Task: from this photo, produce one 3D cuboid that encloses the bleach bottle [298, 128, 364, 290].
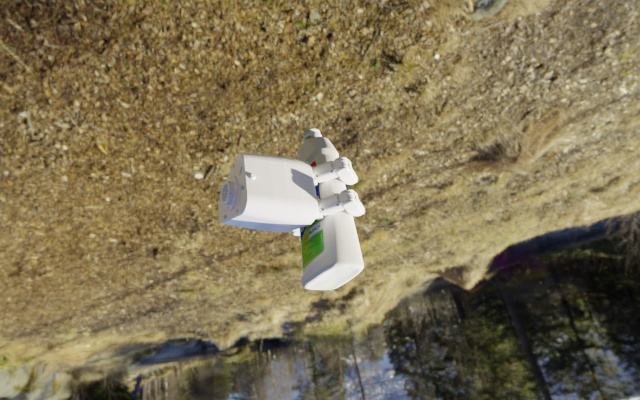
[{"bbox_3d":[0.000,0.002,0.736,0.068,0.250,0.103,8,-33,-30],"label":"bleach bottle"}]
